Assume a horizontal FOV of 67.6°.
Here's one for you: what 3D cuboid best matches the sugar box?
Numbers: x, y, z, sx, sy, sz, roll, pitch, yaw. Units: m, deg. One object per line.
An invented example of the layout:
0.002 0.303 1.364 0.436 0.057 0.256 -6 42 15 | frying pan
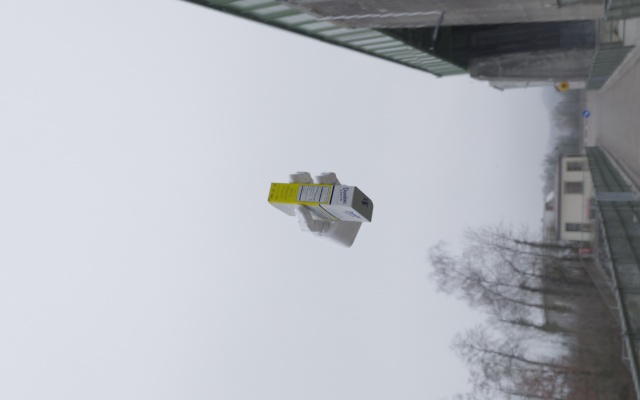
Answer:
0.000 0.002 0.875 0.176 0.048 0.093 1 -18 28 | sugar box
